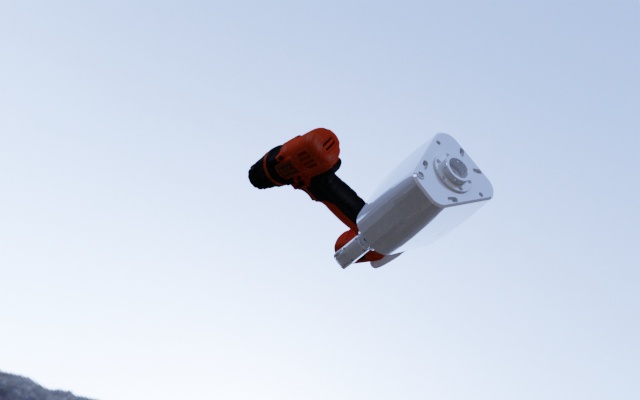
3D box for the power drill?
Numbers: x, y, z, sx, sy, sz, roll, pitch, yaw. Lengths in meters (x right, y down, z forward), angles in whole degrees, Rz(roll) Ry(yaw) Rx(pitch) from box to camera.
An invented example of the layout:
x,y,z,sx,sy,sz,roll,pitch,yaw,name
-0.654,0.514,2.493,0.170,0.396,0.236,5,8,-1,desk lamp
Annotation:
x,y,z,sx,sy,sz,roll,pitch,yaw,name
0.001,0.002,0.626,0.057,0.188,0.184,-52,19,-29,power drill
